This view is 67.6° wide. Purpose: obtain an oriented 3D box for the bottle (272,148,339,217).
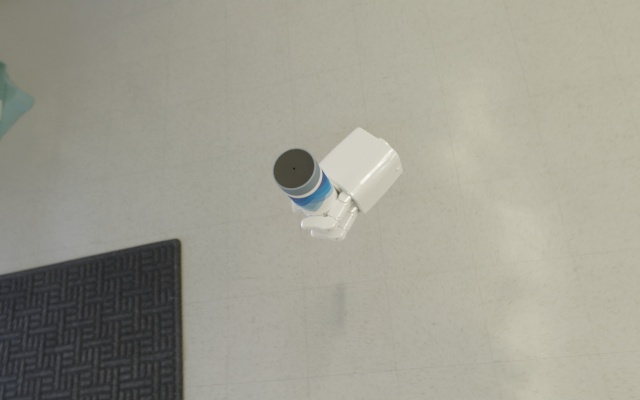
[{"bbox_3d":[0.000,0.003,0.817,0.069,0.069,0.296,0,-19,16],"label":"bottle"}]
